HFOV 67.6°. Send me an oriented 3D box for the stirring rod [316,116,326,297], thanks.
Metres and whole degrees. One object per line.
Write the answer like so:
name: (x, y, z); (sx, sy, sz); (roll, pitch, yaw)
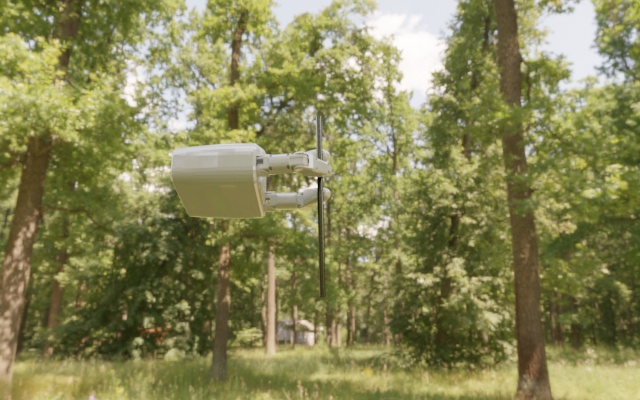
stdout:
stirring rod: (0.000, 0.002, 0.616); (0.011, 0.239, 0.011); (-1, -16, 0)
